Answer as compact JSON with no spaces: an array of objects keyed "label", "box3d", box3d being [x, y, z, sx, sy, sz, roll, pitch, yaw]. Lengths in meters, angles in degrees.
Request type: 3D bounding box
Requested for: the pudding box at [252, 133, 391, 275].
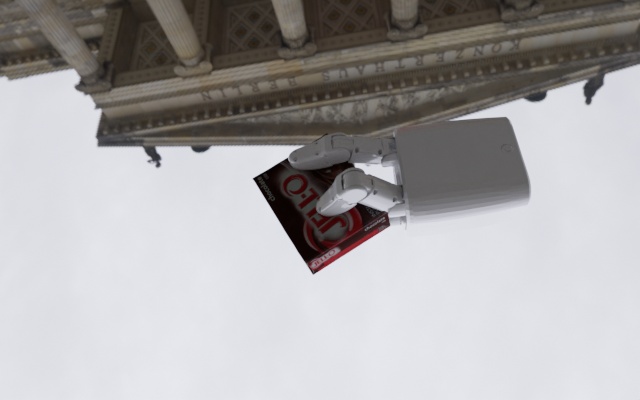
[{"label":"pudding box","box3d":[0.000,0.002,0.463,0.090,0.113,0.039,-32,-32,-7]}]
